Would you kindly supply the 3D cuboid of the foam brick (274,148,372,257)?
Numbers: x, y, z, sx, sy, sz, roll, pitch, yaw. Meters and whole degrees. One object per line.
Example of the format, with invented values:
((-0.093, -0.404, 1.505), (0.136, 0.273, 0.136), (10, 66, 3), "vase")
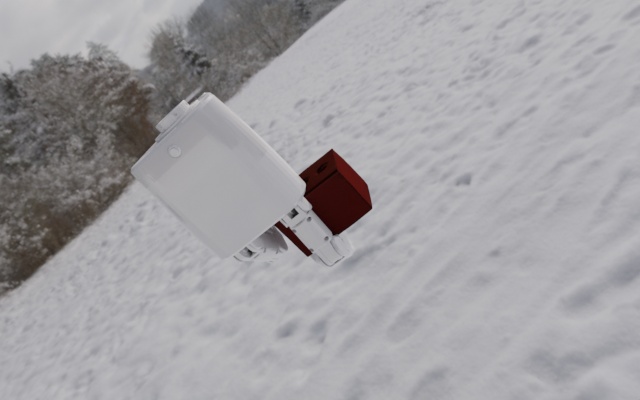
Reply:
((0.000, 0.001, 0.432), (0.078, 0.051, 0.053), (-38, 21, 15), "foam brick")
